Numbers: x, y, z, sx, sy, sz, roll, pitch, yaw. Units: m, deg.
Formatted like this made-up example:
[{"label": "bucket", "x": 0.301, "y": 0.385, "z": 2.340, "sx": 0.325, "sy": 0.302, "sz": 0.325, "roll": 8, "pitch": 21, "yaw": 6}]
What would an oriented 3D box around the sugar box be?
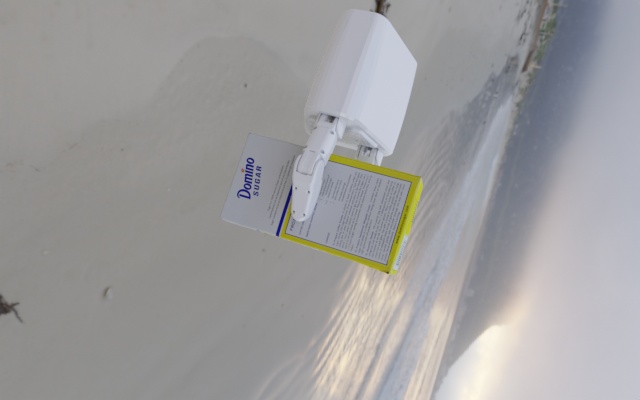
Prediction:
[{"label": "sugar box", "x": 0.000, "y": 0.002, "z": 0.463, "sx": 0.176, "sy": 0.093, "sz": 0.048, "roll": 17, "pitch": -6, "yaw": 18}]
